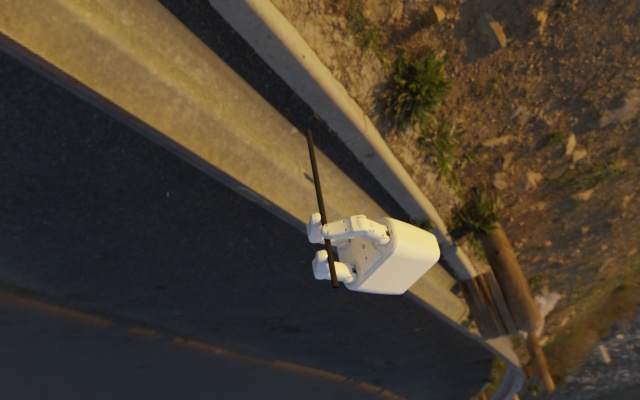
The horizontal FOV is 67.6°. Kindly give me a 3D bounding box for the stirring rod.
[{"bbox_3d":[0.000,0.002,0.637,0.011,0.239,0.011,-8,-29,-4],"label":"stirring rod"}]
